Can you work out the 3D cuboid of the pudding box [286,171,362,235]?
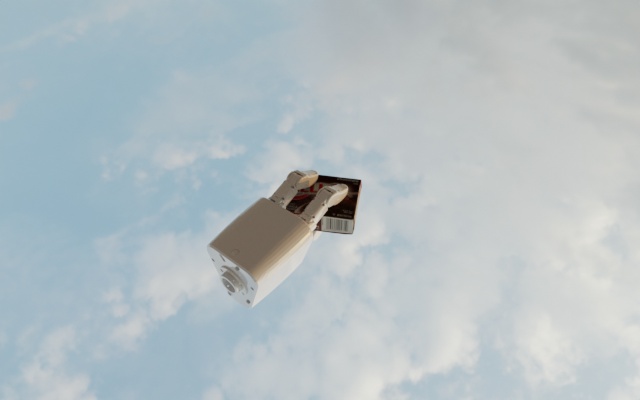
[{"bbox_3d":[0.000,0.002,0.711,0.113,0.039,0.090,9,44,6],"label":"pudding box"}]
